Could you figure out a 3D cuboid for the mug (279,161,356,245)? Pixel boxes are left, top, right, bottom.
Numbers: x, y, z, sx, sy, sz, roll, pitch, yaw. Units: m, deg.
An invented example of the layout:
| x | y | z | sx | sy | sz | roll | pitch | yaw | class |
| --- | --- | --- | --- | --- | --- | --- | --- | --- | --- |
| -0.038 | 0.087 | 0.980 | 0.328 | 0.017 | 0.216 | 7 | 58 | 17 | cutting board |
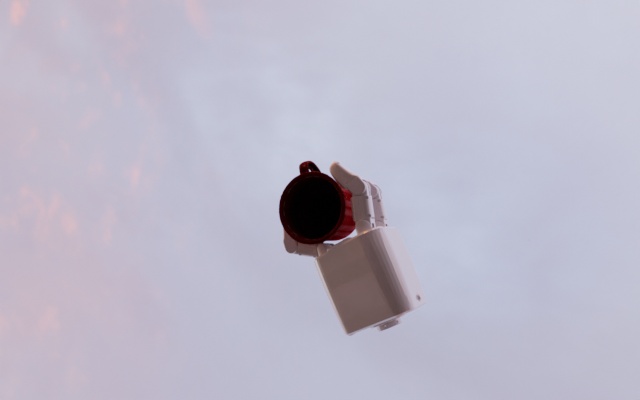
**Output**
| x | y | z | sx | sy | sz | roll | pitch | yaw | class |
| --- | --- | --- | --- | --- | --- | --- | --- | --- | --- |
| 0.000 | 0.001 | 0.640 | 0.093 | 0.117 | 0.081 | -25 | -15 | 20 | mug |
